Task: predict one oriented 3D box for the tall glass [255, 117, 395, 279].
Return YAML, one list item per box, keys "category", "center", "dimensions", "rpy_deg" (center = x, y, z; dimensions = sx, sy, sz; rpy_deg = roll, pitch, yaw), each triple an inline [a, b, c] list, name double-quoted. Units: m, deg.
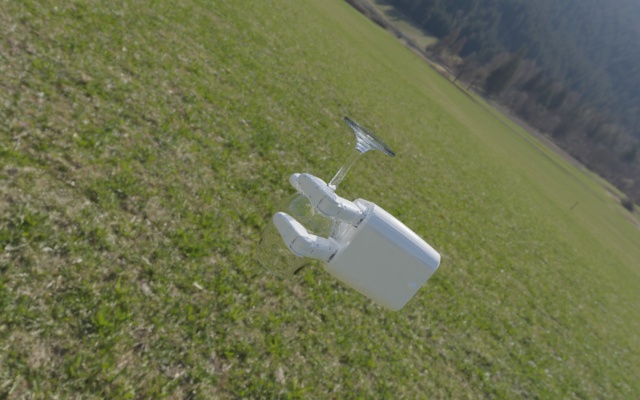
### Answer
- category: "tall glass"
  center: [0.000, 0.001, 0.580]
  dimensions: [0.079, 0.201, 0.079]
  rpy_deg: [34, 17, -12]
